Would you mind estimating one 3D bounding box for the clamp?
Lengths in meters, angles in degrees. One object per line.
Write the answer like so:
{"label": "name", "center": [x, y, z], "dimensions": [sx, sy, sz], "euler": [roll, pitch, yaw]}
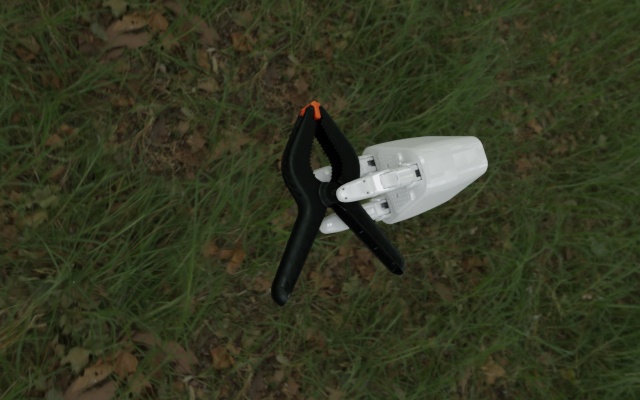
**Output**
{"label": "clamp", "center": [0.001, 0.001, 0.506], "dimensions": [0.164, 0.210, 0.036], "euler": [-16, -1, -33]}
